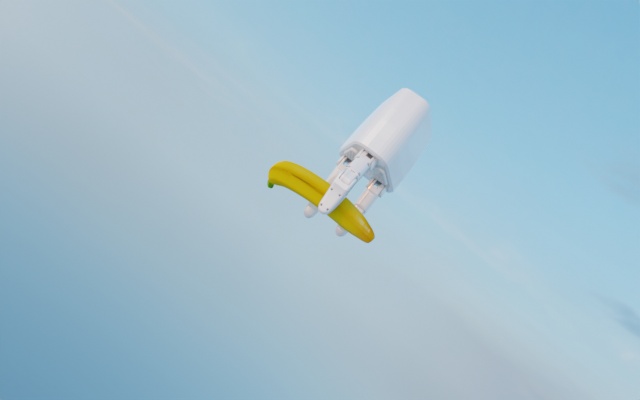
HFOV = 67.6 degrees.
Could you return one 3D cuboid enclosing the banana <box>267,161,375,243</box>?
[{"bbox_3d":[-0.008,-0.009,0.646,0.197,0.037,0.070,31,-18,33],"label":"banana"}]
